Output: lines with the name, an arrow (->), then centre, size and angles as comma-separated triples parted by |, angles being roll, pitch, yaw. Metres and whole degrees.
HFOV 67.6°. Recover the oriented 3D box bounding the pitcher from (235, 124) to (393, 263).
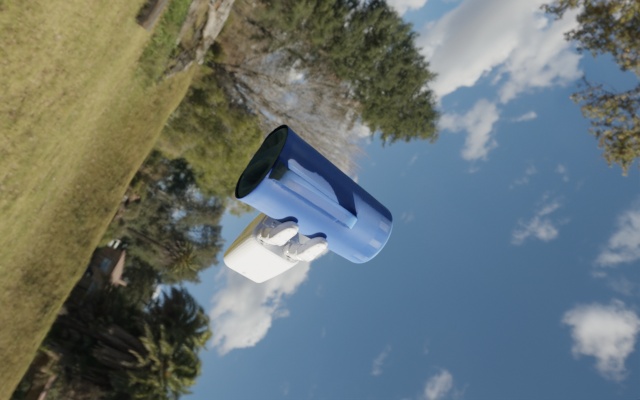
pitcher -> 0.000, 0.002, 0.750 | 0.243, 0.149, 0.145 | 34, -48, -23
